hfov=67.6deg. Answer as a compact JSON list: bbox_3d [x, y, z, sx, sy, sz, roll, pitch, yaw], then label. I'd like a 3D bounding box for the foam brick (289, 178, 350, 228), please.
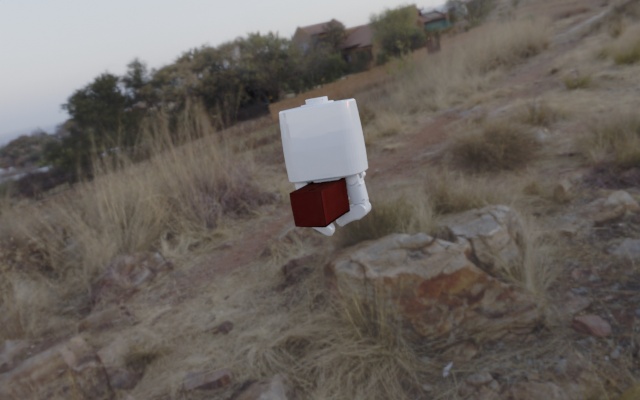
[{"bbox_3d":[0.000,0.002,0.683,0.053,0.051,0.078,-2,16,30],"label":"foam brick"}]
